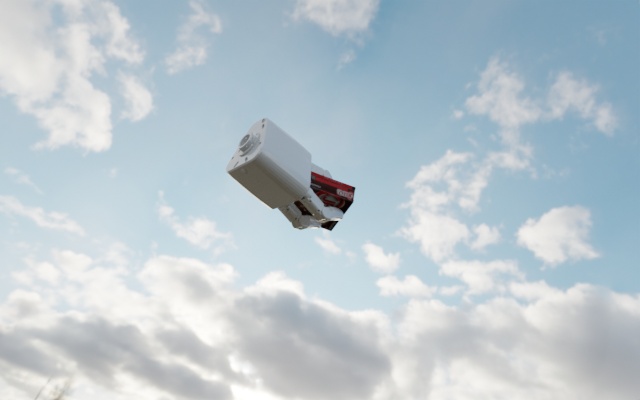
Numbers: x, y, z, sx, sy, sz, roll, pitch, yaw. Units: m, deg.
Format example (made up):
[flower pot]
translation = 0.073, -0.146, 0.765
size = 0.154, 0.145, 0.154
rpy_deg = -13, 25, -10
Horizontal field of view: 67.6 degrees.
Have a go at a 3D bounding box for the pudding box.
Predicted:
[pudding box]
translation = 0.000, 0.003, 0.846
size = 0.090, 0.039, 0.113
rpy_deg = 20, -33, -9
